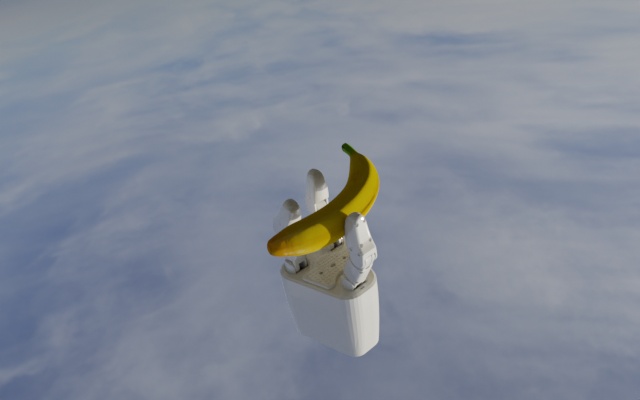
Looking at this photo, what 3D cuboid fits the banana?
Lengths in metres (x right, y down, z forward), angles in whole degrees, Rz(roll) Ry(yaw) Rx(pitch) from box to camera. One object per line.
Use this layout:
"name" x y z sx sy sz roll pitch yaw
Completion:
"banana" 0.018 0.004 0.519 0.069 0.037 0.197 14 41 22
